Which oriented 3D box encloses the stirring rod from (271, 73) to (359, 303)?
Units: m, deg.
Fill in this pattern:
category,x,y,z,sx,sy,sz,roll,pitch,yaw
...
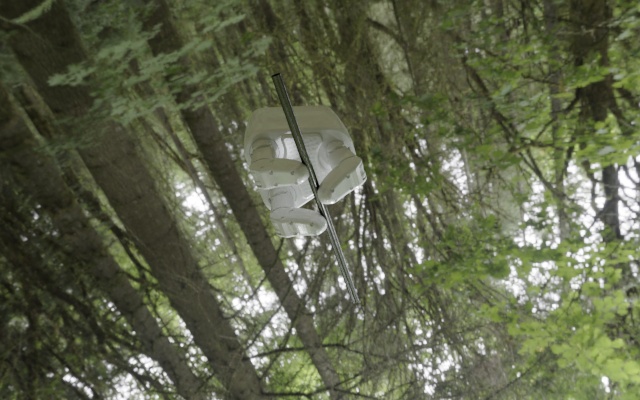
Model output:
category,x,y,z,sx,sy,sz,roll,pitch,yaw
stirring rod,0.000,0.001,0.434,0.011,0.240,0.011,-15,27,8
